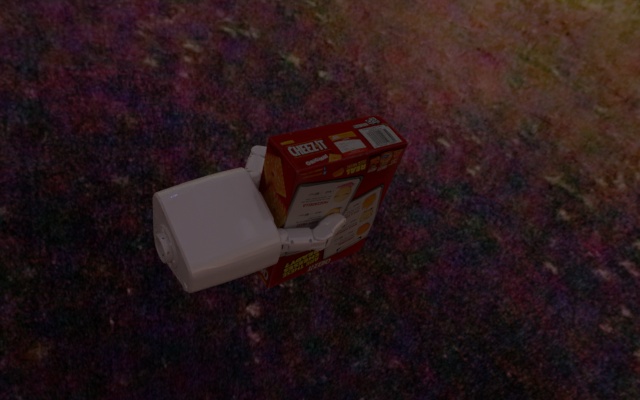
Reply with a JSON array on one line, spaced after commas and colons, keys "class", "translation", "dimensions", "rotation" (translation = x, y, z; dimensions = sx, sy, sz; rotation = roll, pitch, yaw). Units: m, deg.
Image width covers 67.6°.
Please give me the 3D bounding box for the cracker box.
[{"class": "cracker box", "translation": [0.000, 0.002, 0.618], "dimensions": [0.164, 0.214, 0.072], "rotation": [-18, 54, -32]}]
